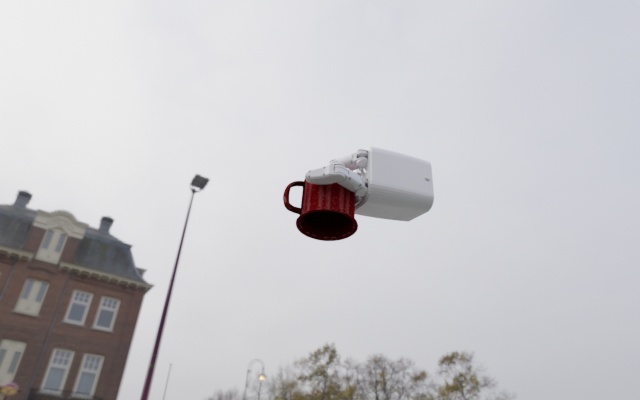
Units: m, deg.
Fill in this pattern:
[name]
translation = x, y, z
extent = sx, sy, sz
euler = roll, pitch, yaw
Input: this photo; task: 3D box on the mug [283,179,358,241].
[mug]
translation = -0.001, 0.002, 0.727
extent = 0.117, 0.081, 0.093
euler = 12, -34, -12
